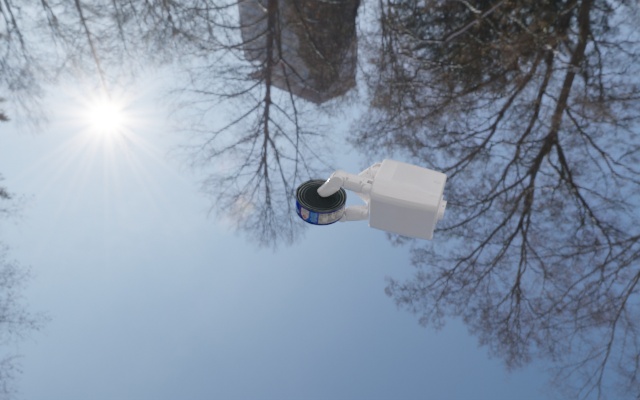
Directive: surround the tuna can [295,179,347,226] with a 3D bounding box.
[{"bbox_3d":[0.000,0.003,0.803,0.086,0.034,0.086,3,40,-3],"label":"tuna can"}]
